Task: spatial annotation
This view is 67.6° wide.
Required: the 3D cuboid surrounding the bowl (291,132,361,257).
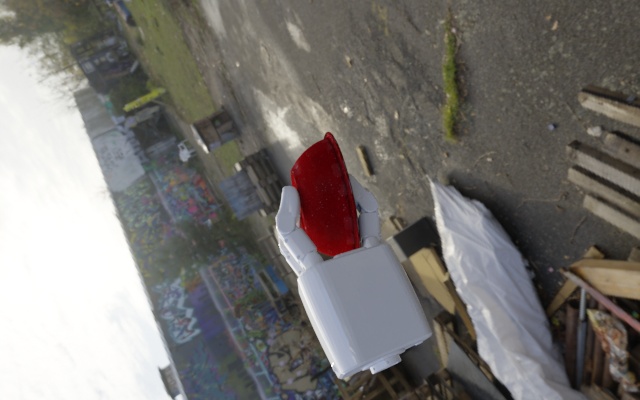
[{"bbox_3d":[-0.001,0.001,0.574,0.055,0.162,0.162,-12,1,-6],"label":"bowl"}]
